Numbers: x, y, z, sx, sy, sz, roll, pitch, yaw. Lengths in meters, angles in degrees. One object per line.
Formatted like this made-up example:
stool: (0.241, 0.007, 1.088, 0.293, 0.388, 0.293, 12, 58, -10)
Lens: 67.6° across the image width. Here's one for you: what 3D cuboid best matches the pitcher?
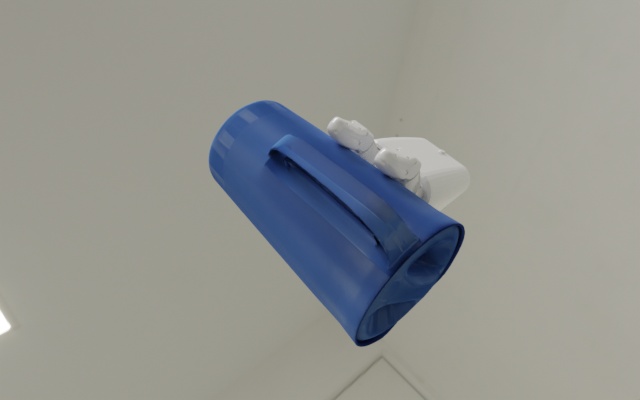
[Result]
pitcher: (0.000, 0.001, 0.445, 0.242, 0.149, 0.145, 41, 34, 28)
